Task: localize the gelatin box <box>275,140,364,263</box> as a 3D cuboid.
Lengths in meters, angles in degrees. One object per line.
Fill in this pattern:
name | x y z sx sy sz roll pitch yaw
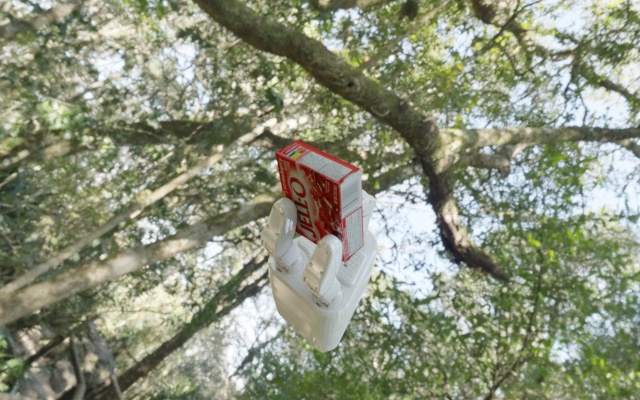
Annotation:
gelatin box | 0.000 0.001 0.412 0.073 0.089 0.030 29 50 35
